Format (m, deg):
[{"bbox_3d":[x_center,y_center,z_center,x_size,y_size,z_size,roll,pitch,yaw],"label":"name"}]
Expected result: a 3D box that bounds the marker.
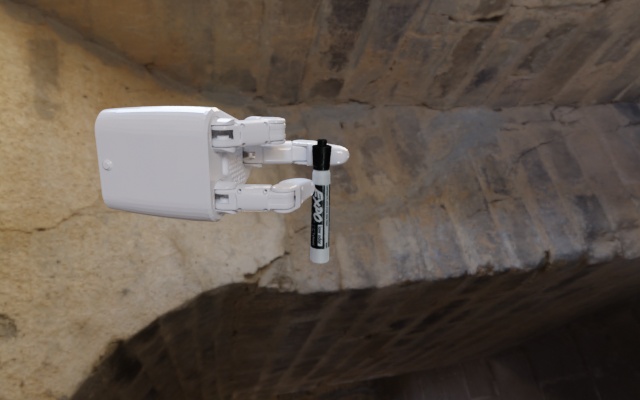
[{"bbox_3d":[0.000,0.002,0.461,0.020,0.121,0.020,1,15,0],"label":"marker"}]
